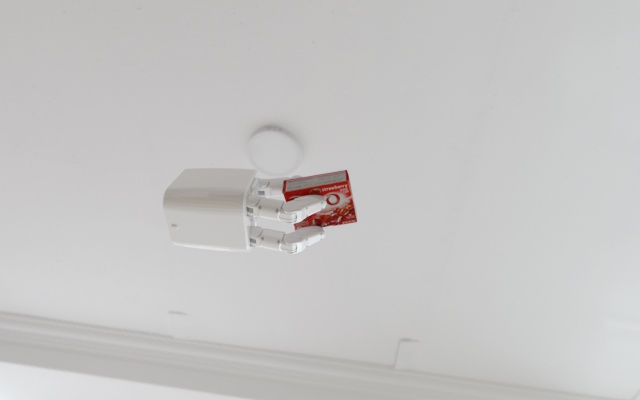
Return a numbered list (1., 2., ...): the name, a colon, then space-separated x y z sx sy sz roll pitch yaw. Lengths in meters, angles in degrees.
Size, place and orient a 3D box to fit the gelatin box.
1. gelatin box: 0.000 0.002 0.641 0.089 0.073 0.030 -10 39 7
